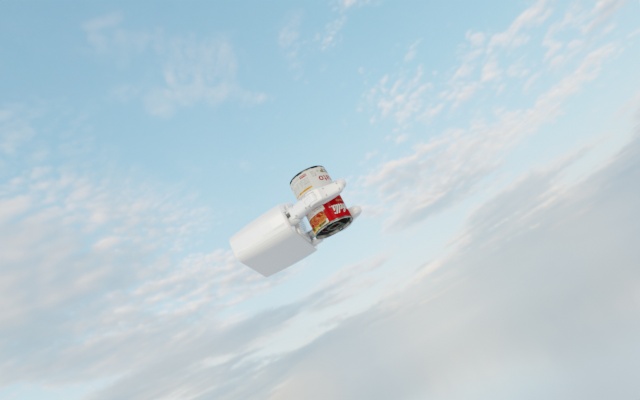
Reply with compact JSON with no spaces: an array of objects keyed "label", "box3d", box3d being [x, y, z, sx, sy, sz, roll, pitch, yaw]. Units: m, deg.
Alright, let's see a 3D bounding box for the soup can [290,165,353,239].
[{"label":"soup can","box3d":[0.000,0.002,0.777,0.068,0.102,0.068,-25,-20,-9]}]
